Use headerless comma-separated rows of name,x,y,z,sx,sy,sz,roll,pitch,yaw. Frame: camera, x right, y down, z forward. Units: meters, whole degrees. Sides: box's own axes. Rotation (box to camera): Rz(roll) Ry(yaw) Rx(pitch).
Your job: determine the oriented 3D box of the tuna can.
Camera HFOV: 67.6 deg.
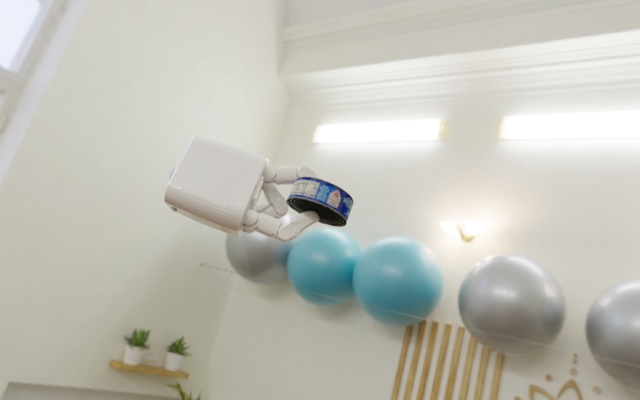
tuna can,0.000,0.002,0.638,0.086,0.033,0.086,20,-17,6
